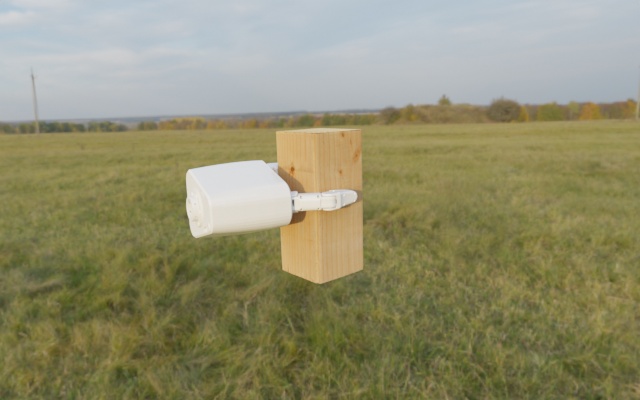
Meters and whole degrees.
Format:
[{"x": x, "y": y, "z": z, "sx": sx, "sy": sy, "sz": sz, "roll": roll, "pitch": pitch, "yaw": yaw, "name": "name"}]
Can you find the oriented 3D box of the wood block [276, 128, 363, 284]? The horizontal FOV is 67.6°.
[{"x": 0.000, "y": 0.002, "z": 0.691, "sx": 0.090, "sy": 0.206, "sz": 0.091, "roll": -11, "pitch": 15, "yaw": -39, "name": "wood block"}]
